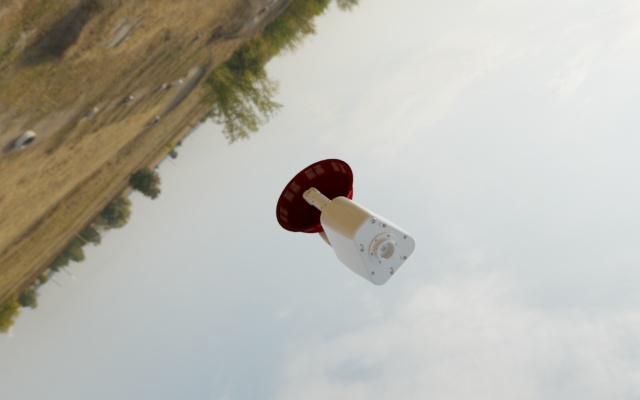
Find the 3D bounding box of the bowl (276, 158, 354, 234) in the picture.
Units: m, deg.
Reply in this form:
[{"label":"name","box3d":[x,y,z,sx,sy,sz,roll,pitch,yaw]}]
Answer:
[{"label":"bowl","box3d":[0.000,0.002,0.857,0.162,0.162,0.055,0,-36,40]}]
